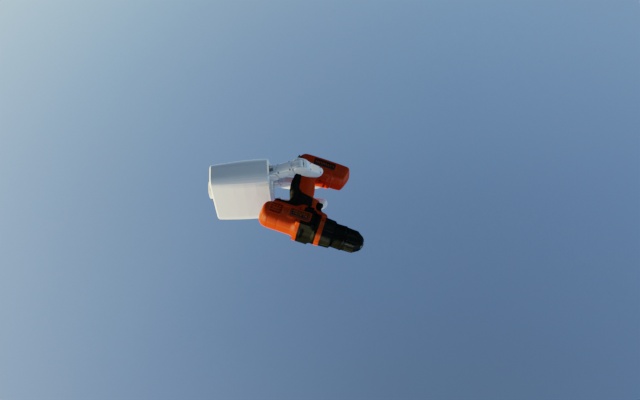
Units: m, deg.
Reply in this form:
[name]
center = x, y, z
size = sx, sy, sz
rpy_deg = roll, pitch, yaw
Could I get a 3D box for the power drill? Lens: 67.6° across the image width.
[power drill]
center = 0.000, 0.002, 0.862
size = 0.184, 0.057, 0.187
rpy_deg = 19, 42, -1
